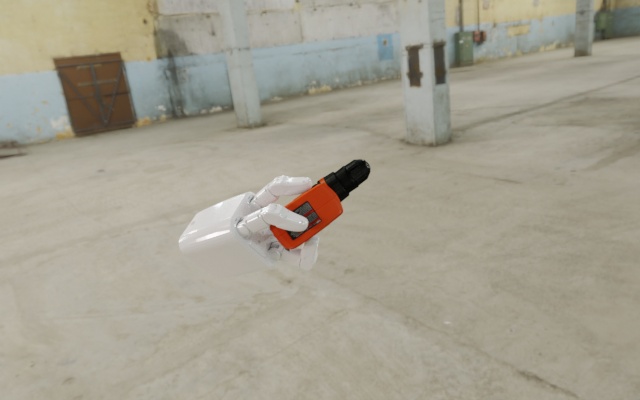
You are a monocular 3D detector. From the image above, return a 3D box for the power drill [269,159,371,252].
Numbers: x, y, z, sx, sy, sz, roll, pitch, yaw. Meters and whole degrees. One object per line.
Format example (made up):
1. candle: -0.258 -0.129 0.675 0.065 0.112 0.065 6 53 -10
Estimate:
1. power drill: 0.000 0.003 0.737 0.184 0.057 0.187 -37 2 9
